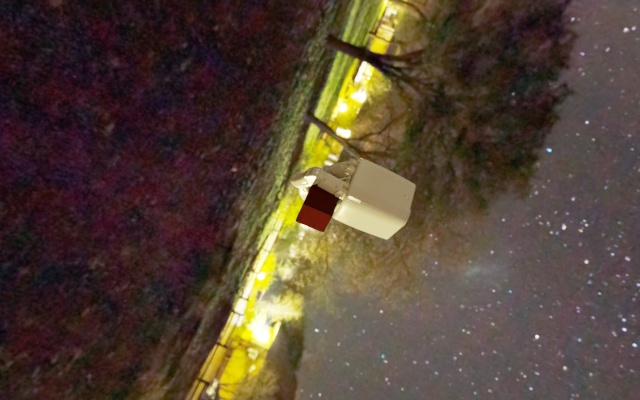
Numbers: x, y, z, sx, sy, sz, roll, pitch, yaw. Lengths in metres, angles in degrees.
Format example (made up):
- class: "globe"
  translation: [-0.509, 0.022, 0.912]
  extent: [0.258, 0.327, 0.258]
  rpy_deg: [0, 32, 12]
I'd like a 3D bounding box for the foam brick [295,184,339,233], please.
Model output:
- class: "foam brick"
  translation: [0.000, 0.003, 0.783]
  extent: [0.051, 0.078, 0.053]
  rpy_deg: [24, -39, -2]
